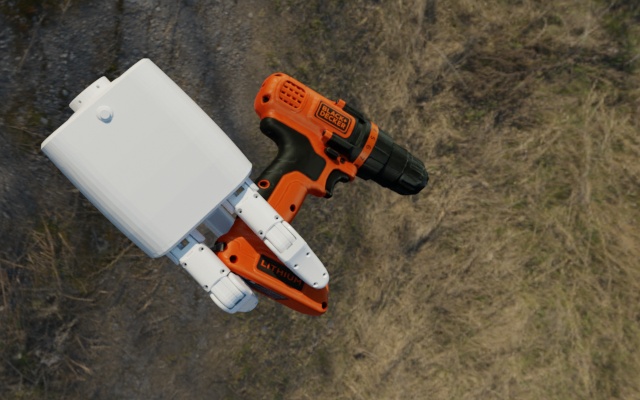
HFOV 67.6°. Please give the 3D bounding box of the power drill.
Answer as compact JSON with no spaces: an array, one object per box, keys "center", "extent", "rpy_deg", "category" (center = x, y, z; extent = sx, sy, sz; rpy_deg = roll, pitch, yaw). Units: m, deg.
[{"center":[0.000,0.002,0.426],"extent":[0.184,0.187,0.057],"rpy_deg":[28,-23,-14],"category":"power drill"}]
